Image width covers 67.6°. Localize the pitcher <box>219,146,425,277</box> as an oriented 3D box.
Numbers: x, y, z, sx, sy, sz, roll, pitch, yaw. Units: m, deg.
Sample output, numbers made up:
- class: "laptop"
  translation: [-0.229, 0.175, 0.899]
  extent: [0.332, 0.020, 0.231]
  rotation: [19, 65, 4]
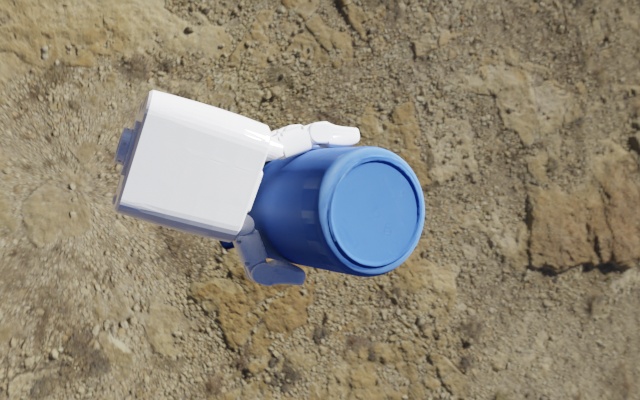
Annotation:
- class: "pitcher"
  translation: [0.000, 0.002, 0.495]
  extent: [0.145, 0.149, 0.243]
  rotation: [17, -7, -26]
